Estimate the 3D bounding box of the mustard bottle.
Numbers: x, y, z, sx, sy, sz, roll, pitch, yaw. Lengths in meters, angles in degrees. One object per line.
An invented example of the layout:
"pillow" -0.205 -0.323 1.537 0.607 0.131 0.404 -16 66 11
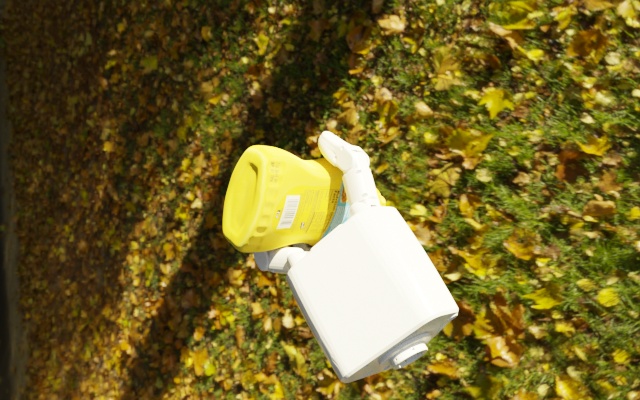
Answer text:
"mustard bottle" 0.000 0.001 0.483 0.191 0.096 0.058 2 23 -43
